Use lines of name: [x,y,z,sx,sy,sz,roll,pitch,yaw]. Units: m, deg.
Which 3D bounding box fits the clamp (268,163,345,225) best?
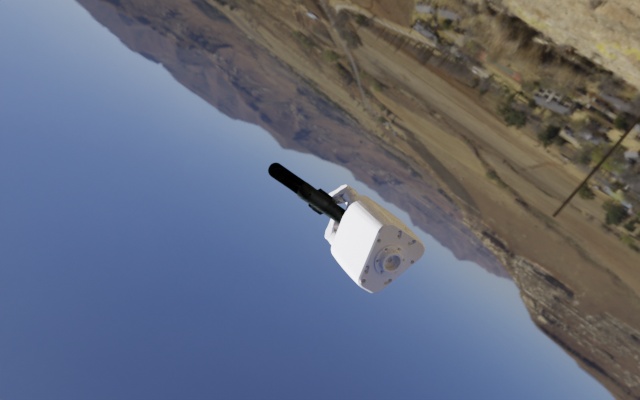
clamp: [0.000,0.003,0.756,0.171,0.039,0.120,33,7,-28]
